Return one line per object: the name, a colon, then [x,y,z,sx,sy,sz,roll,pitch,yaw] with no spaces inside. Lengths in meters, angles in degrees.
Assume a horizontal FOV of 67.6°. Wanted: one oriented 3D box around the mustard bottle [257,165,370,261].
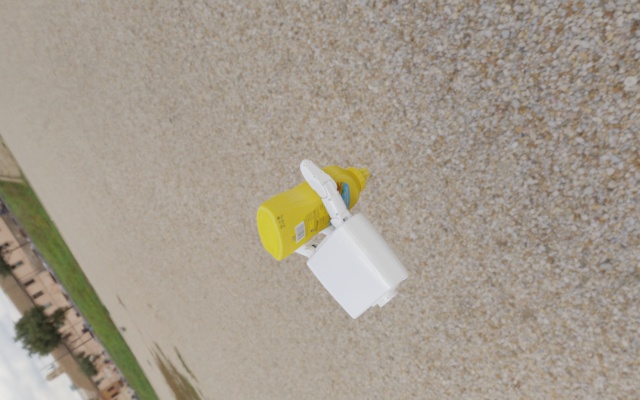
mustard bottle: [0.000,0.002,0.690,0.191,0.096,0.058,-32,51,-28]
